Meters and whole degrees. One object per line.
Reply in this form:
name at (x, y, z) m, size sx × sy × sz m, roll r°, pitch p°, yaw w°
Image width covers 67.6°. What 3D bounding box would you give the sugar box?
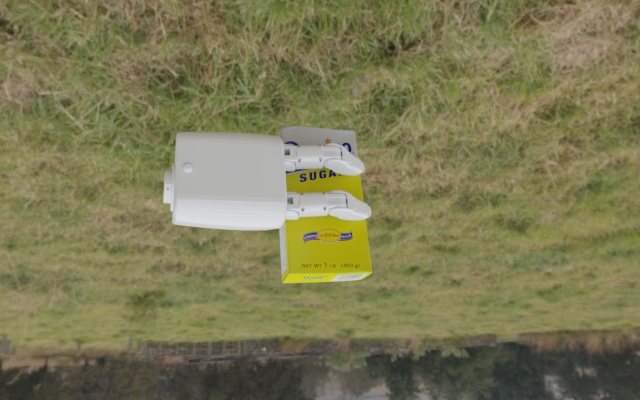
sugar box at (0.000, 0.002, 0.538) m, size 0.093 × 0.176 × 0.048 m, roll 1°, pitch -21°, yaw -16°
